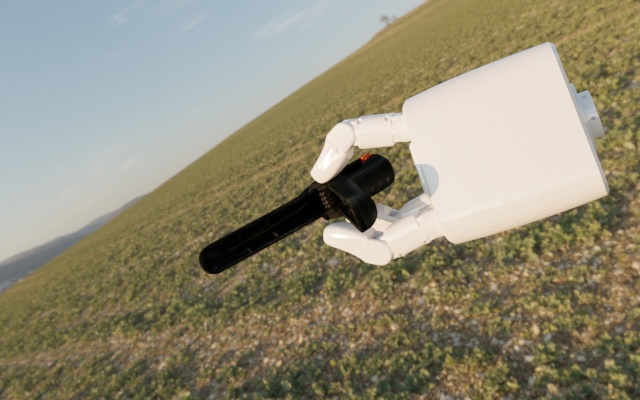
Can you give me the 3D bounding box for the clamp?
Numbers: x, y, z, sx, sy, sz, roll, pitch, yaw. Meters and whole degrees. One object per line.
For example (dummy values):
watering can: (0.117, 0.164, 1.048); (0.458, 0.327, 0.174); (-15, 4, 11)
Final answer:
clamp: (0.000, 0.000, 0.424); (0.164, 0.036, 0.210); (-20, 10, 27)
